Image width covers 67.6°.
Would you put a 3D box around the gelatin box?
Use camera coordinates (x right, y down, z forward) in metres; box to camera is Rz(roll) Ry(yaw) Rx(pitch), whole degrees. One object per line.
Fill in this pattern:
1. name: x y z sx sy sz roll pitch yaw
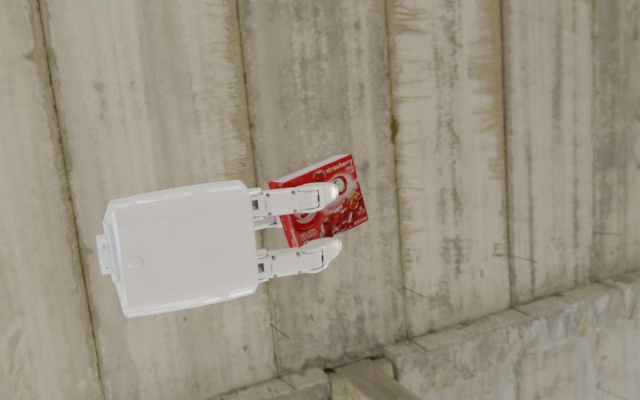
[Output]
1. gelatin box: 0.000 0.001 0.479 0.089 0.073 0.030 -24 17 -29
